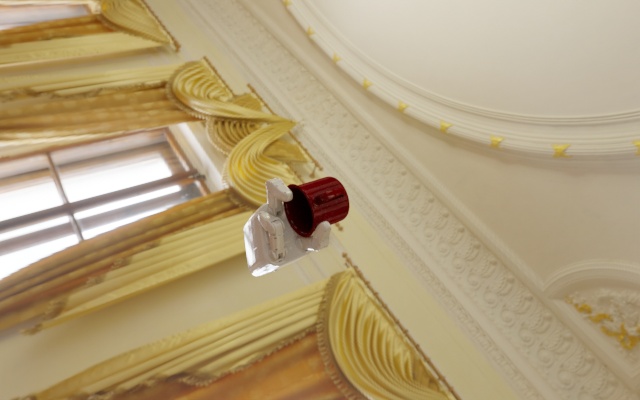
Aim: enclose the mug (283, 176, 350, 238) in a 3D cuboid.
[{"bbox_3d":[0.001,0.002,0.802,0.081,0.093,0.117,-19,-10,-32],"label":"mug"}]
